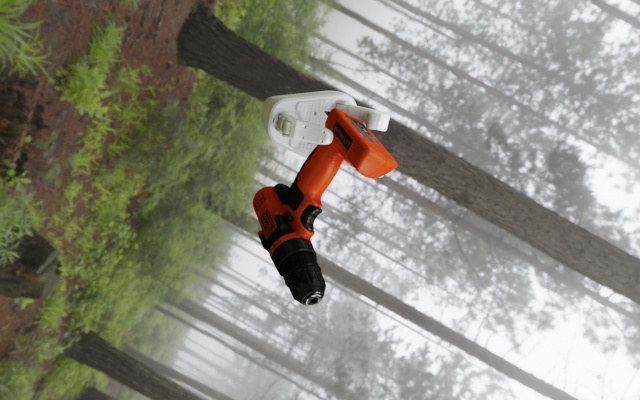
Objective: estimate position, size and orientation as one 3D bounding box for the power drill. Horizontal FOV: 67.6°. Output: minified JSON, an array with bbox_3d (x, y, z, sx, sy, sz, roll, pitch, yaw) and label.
[{"bbox_3d":[0.000,0.001,0.553,0.057,0.188,0.184,22,26,-42],"label":"power drill"}]
